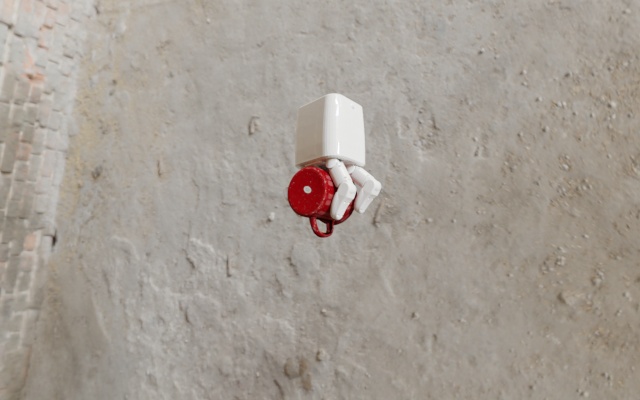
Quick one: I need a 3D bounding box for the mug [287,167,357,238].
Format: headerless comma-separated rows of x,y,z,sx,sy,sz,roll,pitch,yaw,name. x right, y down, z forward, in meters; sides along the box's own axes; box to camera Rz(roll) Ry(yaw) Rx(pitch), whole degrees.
0.000,0.004,0.780,0.093,0.117,0.081,-7,-12,35,mug
